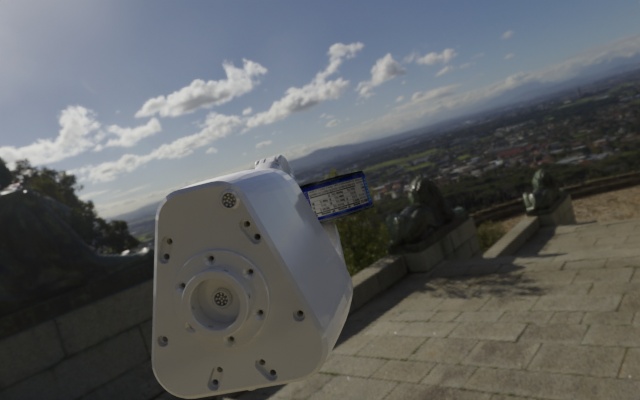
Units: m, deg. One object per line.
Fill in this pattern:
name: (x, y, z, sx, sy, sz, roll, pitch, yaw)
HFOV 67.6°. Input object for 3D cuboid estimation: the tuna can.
tuna can: (0.000, 0.001, 0.409, 0.086, 0.034, 0.086, -16, 0, 0)
